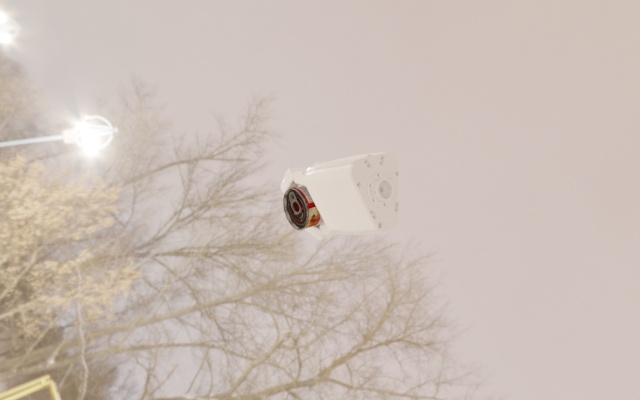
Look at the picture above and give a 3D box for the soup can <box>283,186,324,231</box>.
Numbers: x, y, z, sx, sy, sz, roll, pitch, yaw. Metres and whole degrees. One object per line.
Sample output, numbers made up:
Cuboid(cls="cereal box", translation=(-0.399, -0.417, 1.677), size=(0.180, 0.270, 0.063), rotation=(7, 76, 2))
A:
Cuboid(cls="soup can", translation=(0.000, 0.003, 0.774), size=(0.102, 0.068, 0.068), rotation=(-16, 9, -34))
